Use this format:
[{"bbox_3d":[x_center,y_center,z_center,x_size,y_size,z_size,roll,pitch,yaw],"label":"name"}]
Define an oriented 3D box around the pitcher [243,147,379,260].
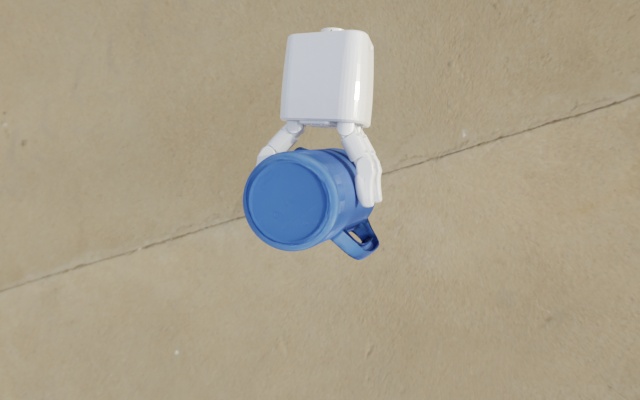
[{"bbox_3d":[0.000,0.002,0.615,0.149,0.145,0.243,7,6,13],"label":"pitcher"}]
